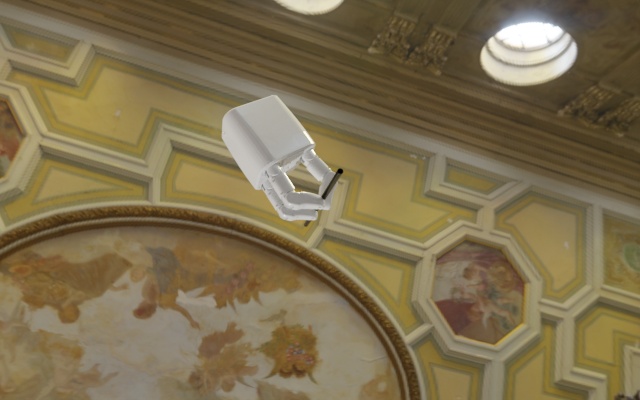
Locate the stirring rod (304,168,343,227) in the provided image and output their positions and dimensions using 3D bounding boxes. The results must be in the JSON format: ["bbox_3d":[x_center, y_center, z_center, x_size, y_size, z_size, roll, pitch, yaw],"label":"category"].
[{"bbox_3d":[0.000,0.002,0.720,0.011,0.011,0.240,0,-19,-13],"label":"stirring rod"}]
